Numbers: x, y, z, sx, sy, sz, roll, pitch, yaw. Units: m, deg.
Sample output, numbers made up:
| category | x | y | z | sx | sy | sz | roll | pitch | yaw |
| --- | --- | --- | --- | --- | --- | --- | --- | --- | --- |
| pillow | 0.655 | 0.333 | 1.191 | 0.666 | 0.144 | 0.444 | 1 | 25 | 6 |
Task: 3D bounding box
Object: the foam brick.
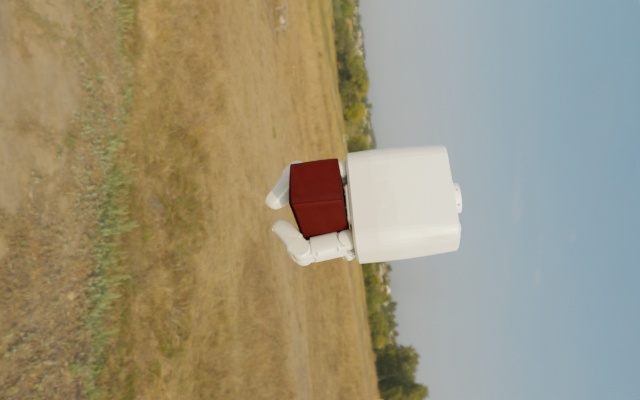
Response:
| category | x | y | z | sx | sy | sz | roll | pitch | yaw |
| --- | --- | --- | --- | --- | --- | --- | --- | --- | --- |
| foam brick | 0.000 | 0.002 | 0.497 | 0.051 | 0.053 | 0.078 | -7 | -35 | 7 |
